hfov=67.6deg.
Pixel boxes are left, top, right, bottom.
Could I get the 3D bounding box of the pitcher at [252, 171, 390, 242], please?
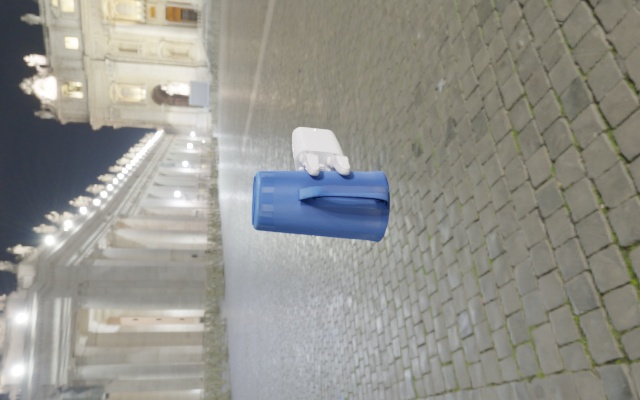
[{"bbox_3d":[0.000,0.003,0.869,0.243,0.149,0.145,3,33,-11],"label":"pitcher"}]
